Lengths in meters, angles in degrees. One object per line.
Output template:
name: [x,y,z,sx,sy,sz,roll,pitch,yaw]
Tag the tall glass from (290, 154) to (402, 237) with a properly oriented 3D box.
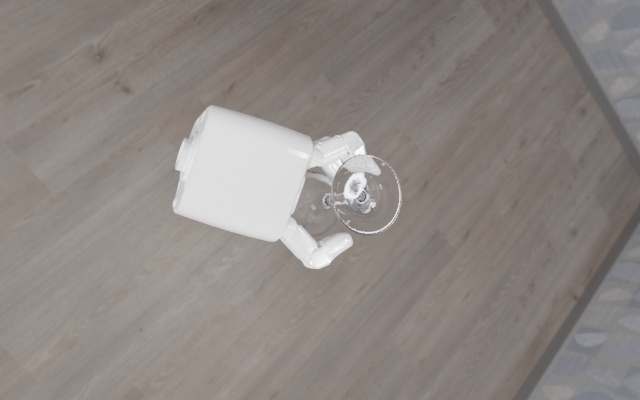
tall glass: [0.000,0.002,0.523,0.079,0.079,0.201,0,-4,-25]
